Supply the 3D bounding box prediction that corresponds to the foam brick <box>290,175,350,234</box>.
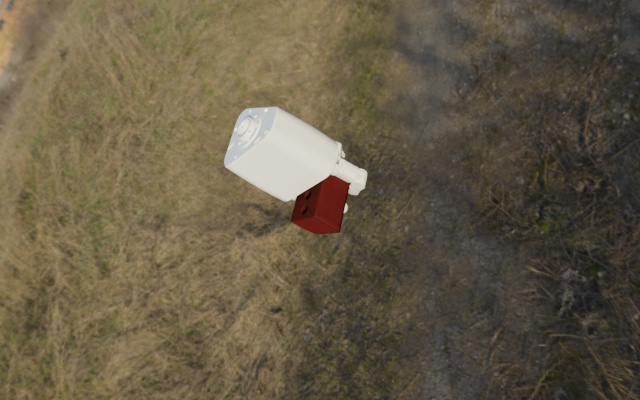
[{"bbox_3d":[0.000,0.002,0.666,0.051,0.078,0.053,29,-27,-35],"label":"foam brick"}]
